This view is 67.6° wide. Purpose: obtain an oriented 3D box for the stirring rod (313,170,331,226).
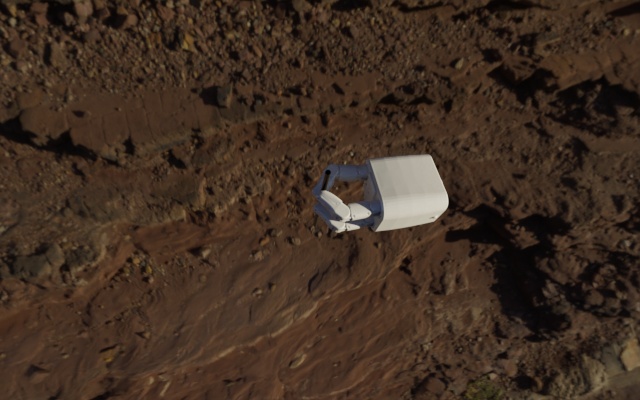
[{"bbox_3d":[0.000,0.003,0.772,0.011,0.011,0.240,0,-20,-5],"label":"stirring rod"}]
